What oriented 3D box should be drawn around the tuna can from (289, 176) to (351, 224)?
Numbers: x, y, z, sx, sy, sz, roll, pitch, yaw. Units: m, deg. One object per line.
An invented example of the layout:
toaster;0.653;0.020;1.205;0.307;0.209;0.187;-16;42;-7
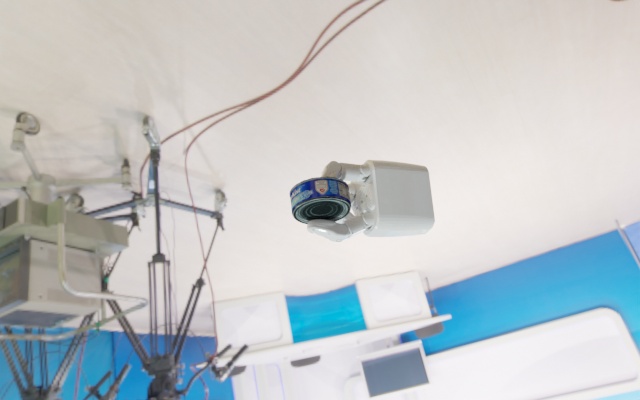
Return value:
tuna can;0.000;0.003;0.675;0.086;0.033;0.086;-6;-28;-3
